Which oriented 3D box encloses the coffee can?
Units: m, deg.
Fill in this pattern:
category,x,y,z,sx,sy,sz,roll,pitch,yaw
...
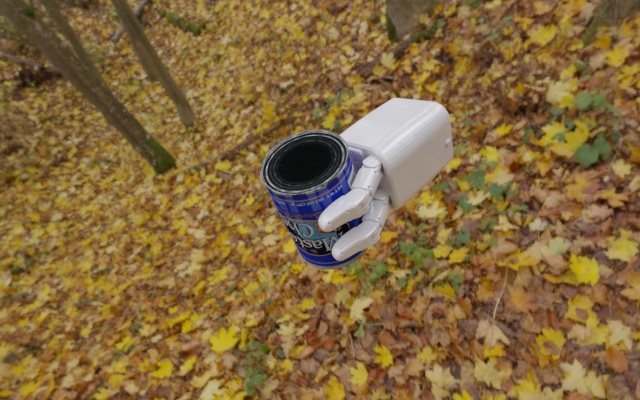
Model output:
category,x,y,z,sx,sy,sz,roll,pitch,yaw
coffee can,0.000,0.002,0.573,0.103,0.102,0.140,0,-41,21
